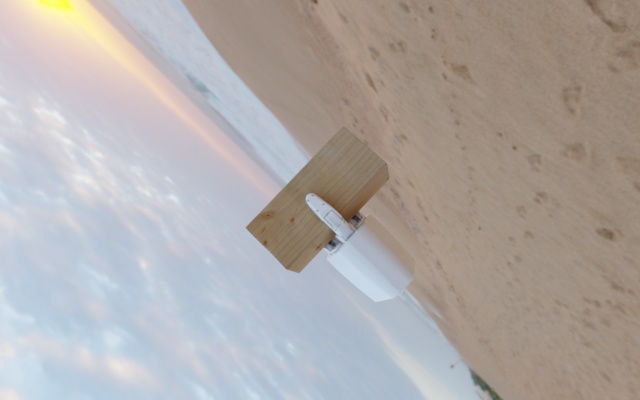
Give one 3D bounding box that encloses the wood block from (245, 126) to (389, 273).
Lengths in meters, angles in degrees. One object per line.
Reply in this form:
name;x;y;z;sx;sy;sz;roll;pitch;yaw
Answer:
wood block;0.000;0.003;0.721;0.090;0.206;0.091;43;-2;16
